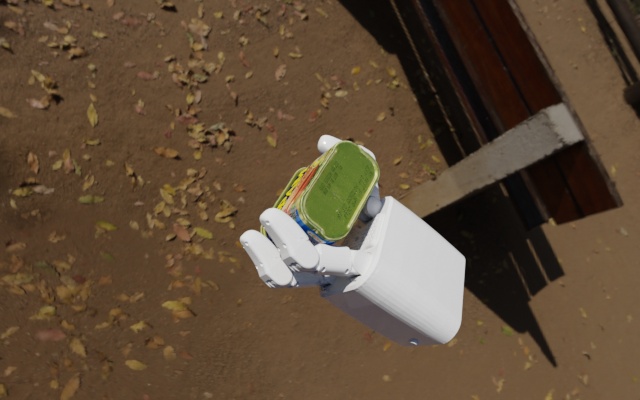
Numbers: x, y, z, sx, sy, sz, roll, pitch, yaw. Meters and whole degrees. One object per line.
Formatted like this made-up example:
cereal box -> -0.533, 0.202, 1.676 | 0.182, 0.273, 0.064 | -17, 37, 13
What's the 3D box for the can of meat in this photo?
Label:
can of meat -> 0.000, 0.001, 0.443 | 0.057, 0.102, 0.084 | 38, -31, -12
